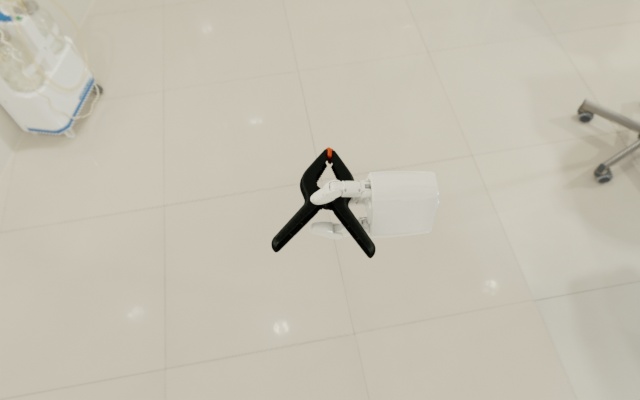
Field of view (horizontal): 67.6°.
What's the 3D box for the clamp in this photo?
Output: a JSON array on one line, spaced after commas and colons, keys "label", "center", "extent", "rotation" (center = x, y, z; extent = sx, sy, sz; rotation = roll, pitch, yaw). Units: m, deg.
[{"label": "clamp", "center": [0.000, 0.002, 0.799], "extent": [0.164, 0.209, 0.036], "rotation": [-2, -31, -3]}]
